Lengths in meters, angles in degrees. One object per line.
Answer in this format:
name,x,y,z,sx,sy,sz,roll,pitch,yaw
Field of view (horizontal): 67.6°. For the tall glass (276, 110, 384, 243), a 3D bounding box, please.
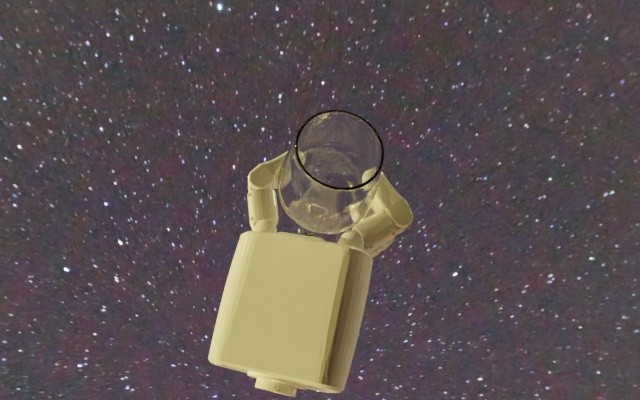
tall glass,0.000,0.001,0.415,0.079,0.079,0.201,0,-22,-8
